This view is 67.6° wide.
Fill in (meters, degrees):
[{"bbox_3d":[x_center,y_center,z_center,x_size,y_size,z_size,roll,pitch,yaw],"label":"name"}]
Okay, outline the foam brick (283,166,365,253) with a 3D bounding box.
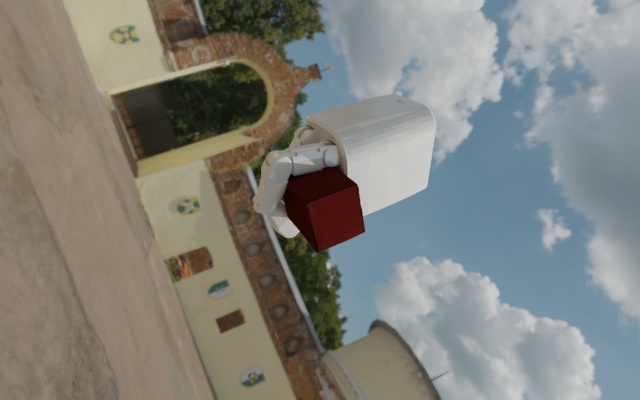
[{"bbox_3d":[0.000,0.002,0.446,0.051,0.053,0.078,-19,30,-16],"label":"foam brick"}]
